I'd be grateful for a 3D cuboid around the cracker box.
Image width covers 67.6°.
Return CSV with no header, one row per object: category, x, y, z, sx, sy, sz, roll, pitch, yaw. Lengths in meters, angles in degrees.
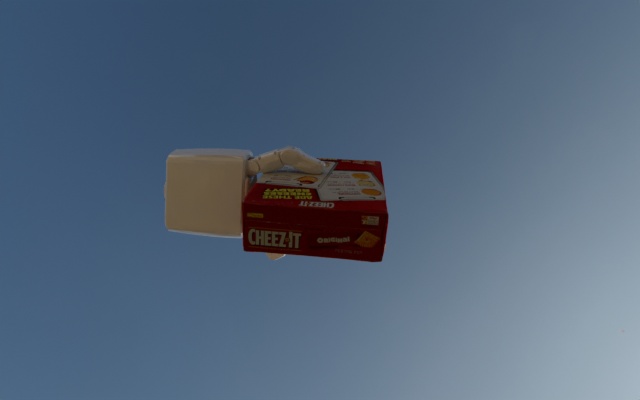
cracker box,0.000,0.002,0.630,0.164,0.072,0.213,4,20,4
